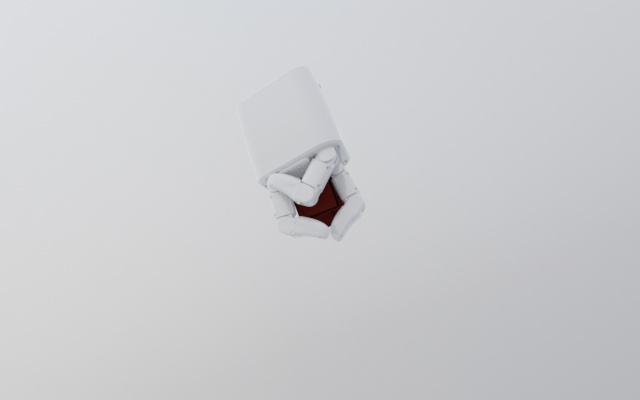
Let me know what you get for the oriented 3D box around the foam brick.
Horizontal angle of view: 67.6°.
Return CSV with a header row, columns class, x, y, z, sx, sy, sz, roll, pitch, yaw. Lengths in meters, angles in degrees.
class,x,y,z,sx,sy,sz,roll,pitch,yaw
foam brick,0.000,0.002,0.599,0.053,0.051,0.078,-23,-16,6
